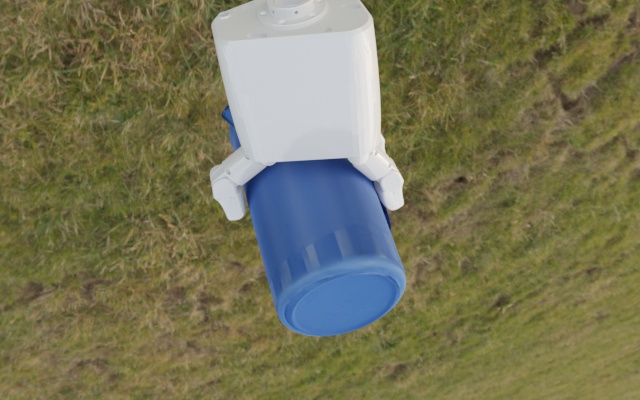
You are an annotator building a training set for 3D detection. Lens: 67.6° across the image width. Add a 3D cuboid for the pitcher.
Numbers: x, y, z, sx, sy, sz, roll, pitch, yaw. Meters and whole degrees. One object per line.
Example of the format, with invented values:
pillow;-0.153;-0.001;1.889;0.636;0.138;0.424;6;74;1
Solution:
pitcher;0.000;0.001;0.463;0.149;0.242;0.145;-14;-42;-4
